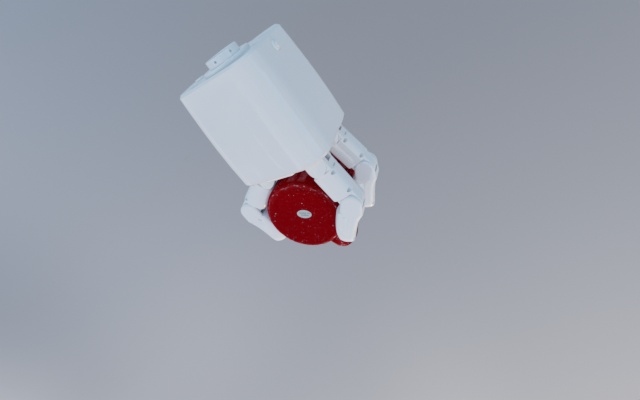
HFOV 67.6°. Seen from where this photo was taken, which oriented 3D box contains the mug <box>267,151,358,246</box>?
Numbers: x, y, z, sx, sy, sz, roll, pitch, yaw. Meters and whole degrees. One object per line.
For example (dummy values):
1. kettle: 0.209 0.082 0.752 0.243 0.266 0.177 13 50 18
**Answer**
1. mug: 0.001 0.003 0.513 0.093 0.117 0.081 -24 26 32
